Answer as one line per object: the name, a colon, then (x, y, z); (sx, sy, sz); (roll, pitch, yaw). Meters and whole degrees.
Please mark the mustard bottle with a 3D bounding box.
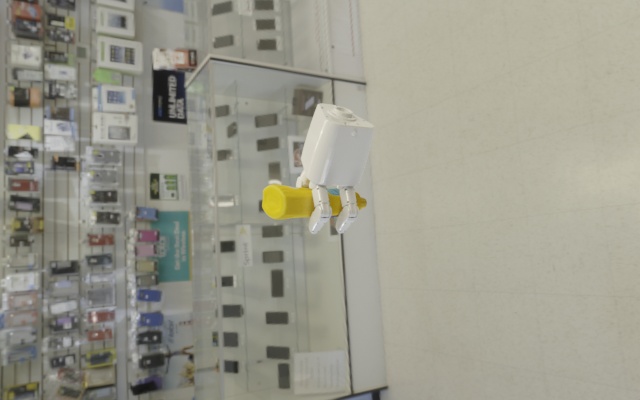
mustard bottle: (0.000, 0.003, 0.851); (0.191, 0.058, 0.096); (0, 5, -30)
